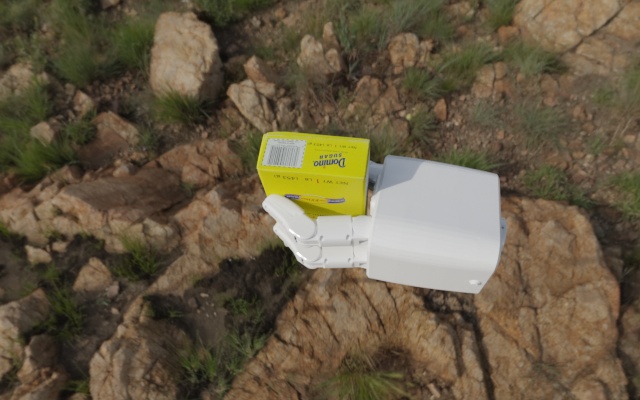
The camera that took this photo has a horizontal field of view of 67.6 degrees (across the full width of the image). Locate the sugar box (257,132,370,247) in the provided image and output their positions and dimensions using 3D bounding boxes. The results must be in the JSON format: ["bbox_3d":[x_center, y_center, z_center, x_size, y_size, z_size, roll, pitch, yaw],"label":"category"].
[{"bbox_3d":[0.000,0.002,0.471,0.093,0.048,0.176,6,-29,8],"label":"sugar box"}]
